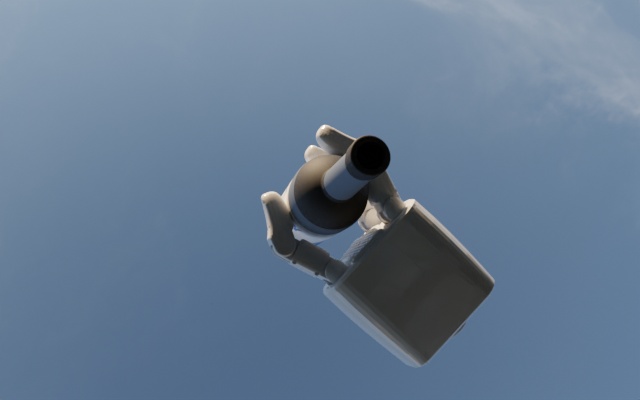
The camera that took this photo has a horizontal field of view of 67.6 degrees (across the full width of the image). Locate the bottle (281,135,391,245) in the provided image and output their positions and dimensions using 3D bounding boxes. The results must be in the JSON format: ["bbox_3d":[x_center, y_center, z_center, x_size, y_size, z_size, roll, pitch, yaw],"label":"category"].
[{"bbox_3d":[0.000,0.001,0.443,0.069,0.069,0.296,0,-12,-13],"label":"bottle"}]
